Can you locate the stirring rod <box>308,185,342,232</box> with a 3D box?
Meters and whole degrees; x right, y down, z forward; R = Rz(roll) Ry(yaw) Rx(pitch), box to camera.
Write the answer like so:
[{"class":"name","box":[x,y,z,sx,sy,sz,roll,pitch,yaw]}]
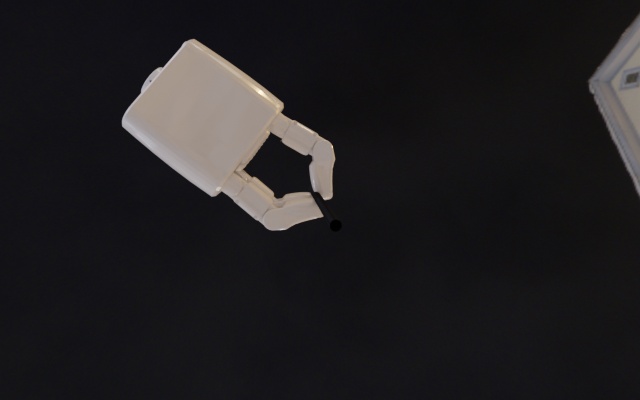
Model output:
[{"class":"stirring rod","box":[0.000,0.001,0.424,0.011,0.011,0.239,0,7,-5]}]
